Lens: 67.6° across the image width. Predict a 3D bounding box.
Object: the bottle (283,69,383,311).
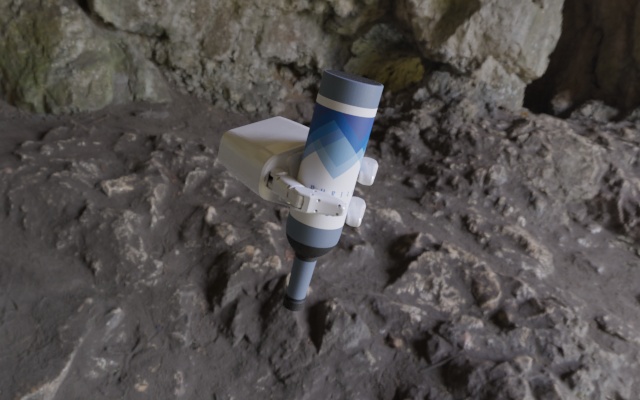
[{"bbox_3d":[0.000,0.002,0.562,0.069,0.296,0.069,13,21,-5],"label":"bottle"}]
